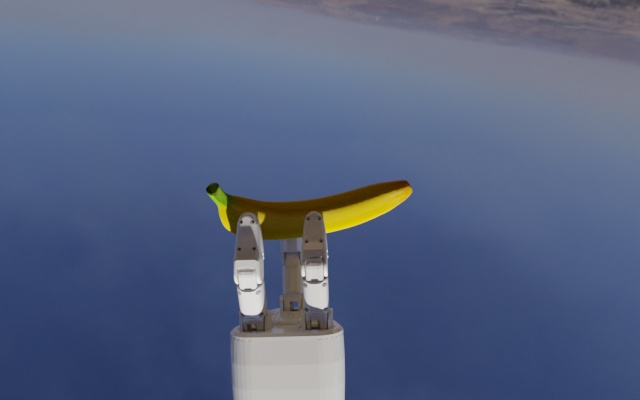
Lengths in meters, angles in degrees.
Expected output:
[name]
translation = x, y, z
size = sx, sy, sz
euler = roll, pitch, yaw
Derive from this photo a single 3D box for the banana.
[banana]
translation = -0.009, 0.010, 0.450
size = 0.198, 0.037, 0.070
euler = -4, -25, -23
